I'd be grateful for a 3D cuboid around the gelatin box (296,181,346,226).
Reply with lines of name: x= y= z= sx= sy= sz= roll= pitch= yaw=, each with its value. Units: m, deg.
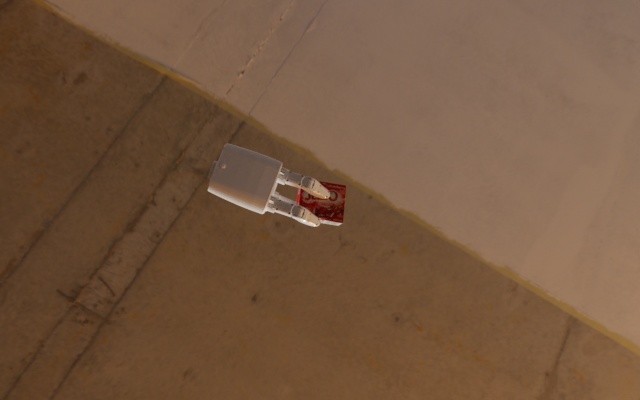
gelatin box: x=0.000 y=0.003 z=0.881 sx=0.089 sy=0.073 sz=0.030 roll=9 pitch=-14 yaw=-15
